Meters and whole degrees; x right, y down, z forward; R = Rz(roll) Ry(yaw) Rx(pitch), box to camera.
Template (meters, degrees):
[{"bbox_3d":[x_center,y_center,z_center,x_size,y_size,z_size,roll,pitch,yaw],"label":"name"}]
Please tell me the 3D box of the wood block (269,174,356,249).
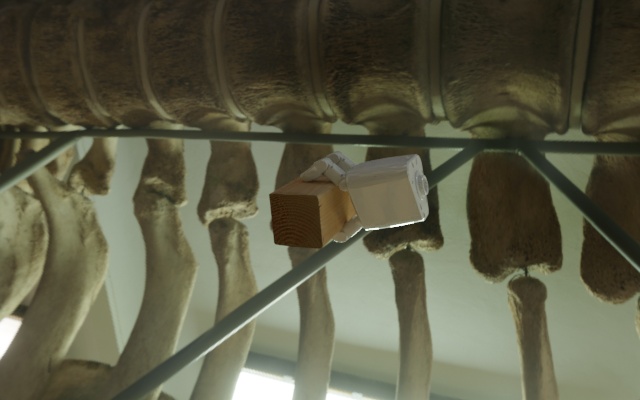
[{"bbox_3d":[0.001,0.003,0.845,0.090,0.091,0.206,3,18,24],"label":"wood block"}]
